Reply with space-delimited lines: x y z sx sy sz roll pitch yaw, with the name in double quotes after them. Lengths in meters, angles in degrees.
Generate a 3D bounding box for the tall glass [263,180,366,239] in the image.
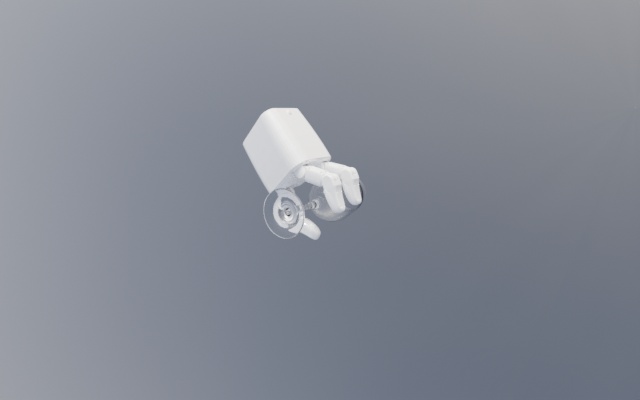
0.000 0.003 0.769 0.079 0.079 0.201 0 9 33 "tall glass"
